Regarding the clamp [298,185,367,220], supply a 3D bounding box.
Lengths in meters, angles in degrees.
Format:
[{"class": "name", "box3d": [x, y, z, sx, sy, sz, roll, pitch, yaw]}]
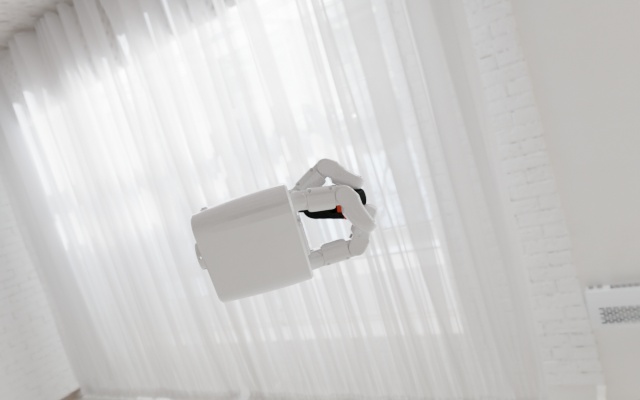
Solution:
[{"class": "clamp", "box3d": [0.000, 0.003, 0.604, 0.120, 0.039, 0.171, -17, 5, -4]}]
